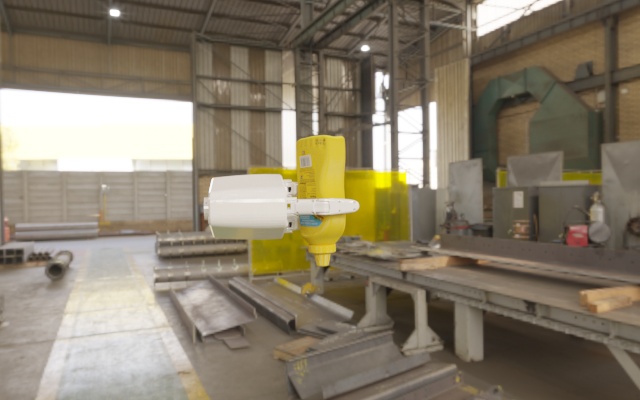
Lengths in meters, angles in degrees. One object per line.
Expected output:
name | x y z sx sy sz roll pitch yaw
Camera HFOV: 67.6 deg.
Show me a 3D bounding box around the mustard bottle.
mustard bottle | 0.000 0.002 0.716 0.058 0.191 0.096 -2 1 -33
